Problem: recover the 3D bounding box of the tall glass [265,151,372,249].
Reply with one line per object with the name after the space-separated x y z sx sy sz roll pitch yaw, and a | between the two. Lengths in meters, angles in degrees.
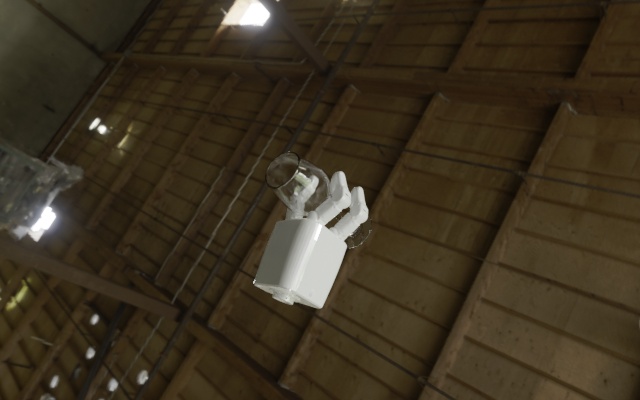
0.001 0.003 0.750 0.079 0.079 0.201 0 -29 39 | tall glass
